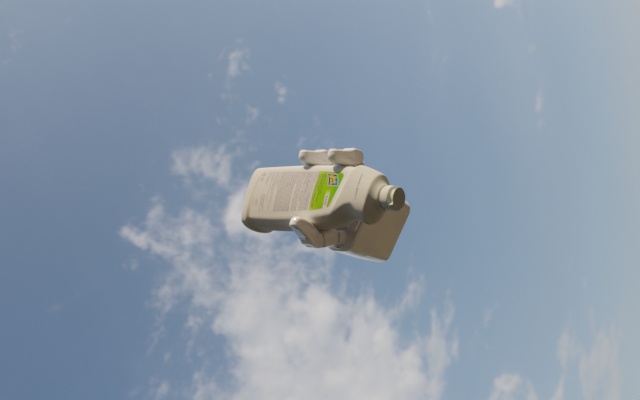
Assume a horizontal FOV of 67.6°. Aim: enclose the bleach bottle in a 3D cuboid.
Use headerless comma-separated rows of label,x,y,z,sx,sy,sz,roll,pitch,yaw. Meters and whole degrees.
bleach bottle,0.000,0.002,0.660,0.251,0.102,0.068,2,-15,42
